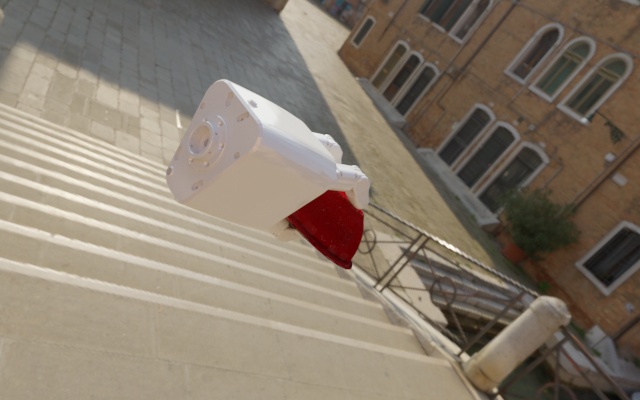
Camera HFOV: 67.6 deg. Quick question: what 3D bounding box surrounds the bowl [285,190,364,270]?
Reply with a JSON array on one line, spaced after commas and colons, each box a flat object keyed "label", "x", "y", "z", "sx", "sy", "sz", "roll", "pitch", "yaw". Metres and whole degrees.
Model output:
[{"label": "bowl", "x": 0.001, "y": 0.002, "z": 0.554, "sx": 0.055, "sy": 0.162, "sz": 0.162, "roll": -43, "pitch": -7, "yaw": 7}]
